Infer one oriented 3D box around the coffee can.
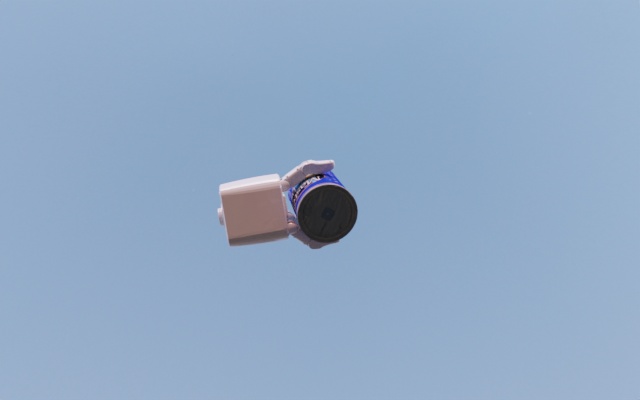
[{"bbox_3d":[0.000,0.003,0.852,0.103,0.103,0.140,0,17,-10],"label":"coffee can"}]
